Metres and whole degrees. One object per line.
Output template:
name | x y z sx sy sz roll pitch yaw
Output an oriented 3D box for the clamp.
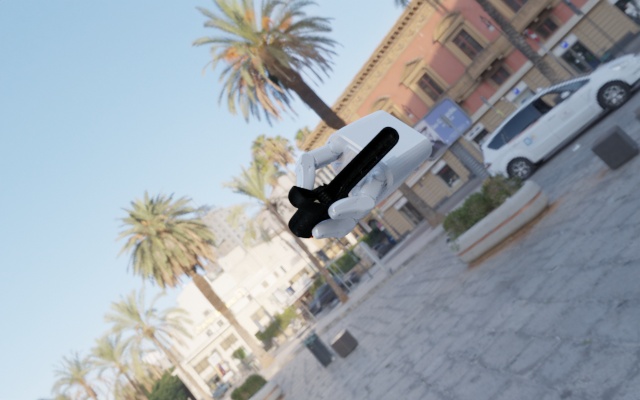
clamp | 0.000 0.002 0.600 0.164 0.036 0.210 -31 -14 -35
